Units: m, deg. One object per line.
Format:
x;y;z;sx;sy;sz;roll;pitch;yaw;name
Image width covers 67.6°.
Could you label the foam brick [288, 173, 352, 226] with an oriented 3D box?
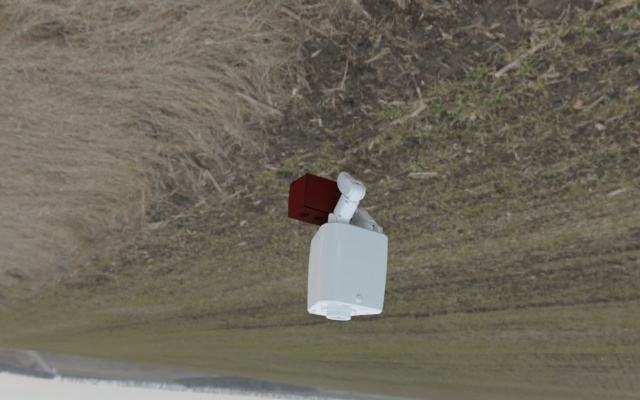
0.000;0.002;0.667;0.078;0.051;0.053;16;-23;-25;foam brick
